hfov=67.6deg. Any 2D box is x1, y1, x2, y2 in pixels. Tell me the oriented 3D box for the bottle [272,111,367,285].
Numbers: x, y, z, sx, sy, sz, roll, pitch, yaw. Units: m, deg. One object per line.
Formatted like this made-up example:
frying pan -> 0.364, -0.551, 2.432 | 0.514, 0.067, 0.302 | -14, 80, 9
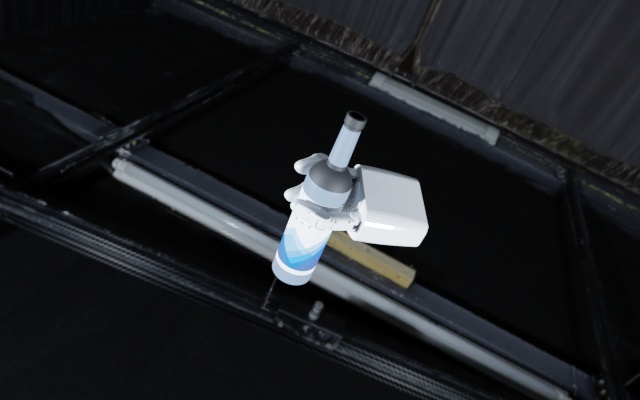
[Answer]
bottle -> 0.000, 0.002, 0.701 | 0.069, 0.296, 0.069 | 15, 35, -11
